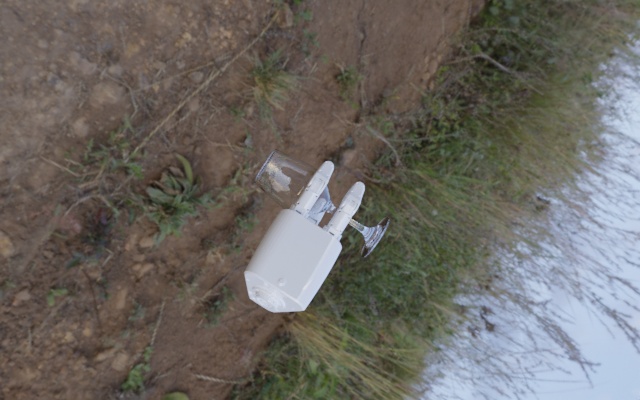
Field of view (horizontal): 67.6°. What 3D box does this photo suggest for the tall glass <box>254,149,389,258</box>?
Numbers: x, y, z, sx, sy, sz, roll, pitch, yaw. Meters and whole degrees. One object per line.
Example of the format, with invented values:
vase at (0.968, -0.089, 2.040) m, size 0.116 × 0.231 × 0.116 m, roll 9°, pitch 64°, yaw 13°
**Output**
tall glass at (0.001, 0.003, 0.721) m, size 0.201 × 0.079 × 0.079 m, roll 33°, pitch -2°, yaw -3°
